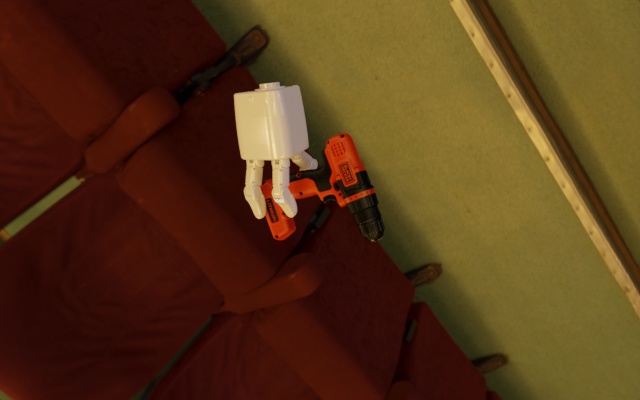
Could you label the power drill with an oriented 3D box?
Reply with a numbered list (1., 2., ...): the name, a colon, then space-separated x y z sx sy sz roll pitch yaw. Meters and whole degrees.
1. power drill: 0.000 0.003 0.801 0.188 0.184 0.057 -21 -5 18
